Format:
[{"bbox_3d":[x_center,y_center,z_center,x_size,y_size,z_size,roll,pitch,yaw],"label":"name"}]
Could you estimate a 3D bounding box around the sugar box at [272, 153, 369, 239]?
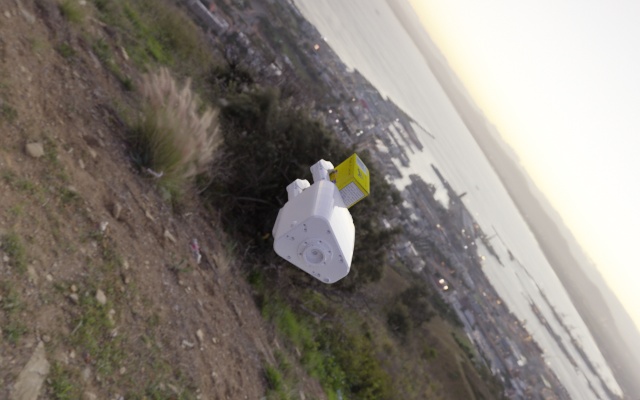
[{"bbox_3d":[0.000,0.002,0.792,0.176,0.048,0.093,-34,20,21],"label":"sugar box"}]
